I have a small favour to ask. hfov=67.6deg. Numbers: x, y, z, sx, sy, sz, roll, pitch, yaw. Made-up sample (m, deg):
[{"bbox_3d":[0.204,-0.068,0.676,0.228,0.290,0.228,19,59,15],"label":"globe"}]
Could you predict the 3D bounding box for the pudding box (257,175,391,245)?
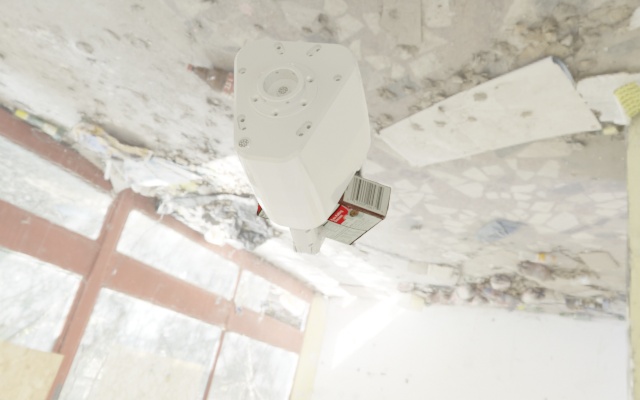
[{"bbox_3d":[0.000,0.002,0.480,0.113,0.039,0.090,20,-27,-12],"label":"pudding box"}]
